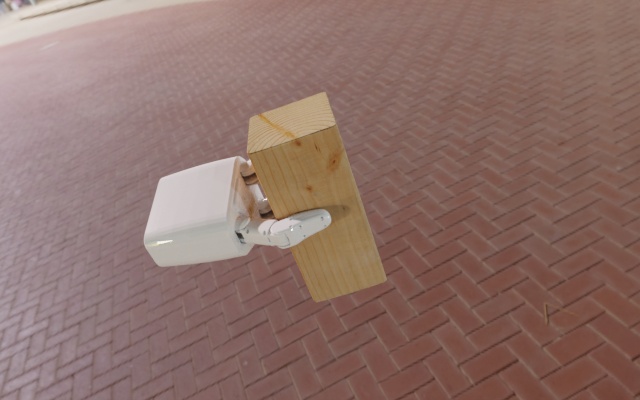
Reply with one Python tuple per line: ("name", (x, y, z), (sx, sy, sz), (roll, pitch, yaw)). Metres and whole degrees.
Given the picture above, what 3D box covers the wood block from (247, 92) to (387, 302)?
("wood block", (0.000, 0.002, 0.531), (0.090, 0.206, 0.090), (-18, 33, 5))
